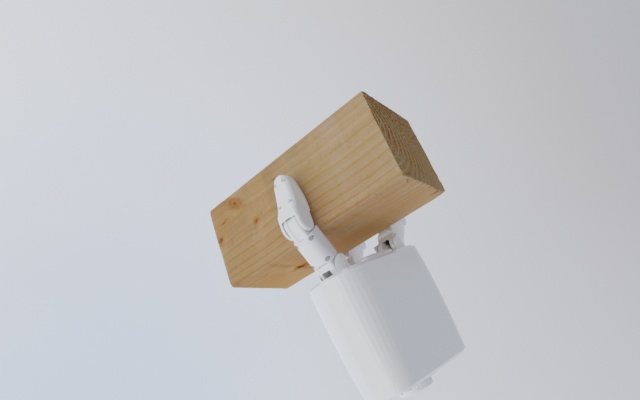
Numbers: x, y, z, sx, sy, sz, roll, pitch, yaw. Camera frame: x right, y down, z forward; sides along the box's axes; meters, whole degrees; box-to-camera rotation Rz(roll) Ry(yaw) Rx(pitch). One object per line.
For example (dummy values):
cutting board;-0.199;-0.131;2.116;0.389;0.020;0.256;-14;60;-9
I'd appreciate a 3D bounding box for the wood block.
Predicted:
wood block;0.000;0.002;0.468;0.206;0.090;0.091;-35;-28;26
